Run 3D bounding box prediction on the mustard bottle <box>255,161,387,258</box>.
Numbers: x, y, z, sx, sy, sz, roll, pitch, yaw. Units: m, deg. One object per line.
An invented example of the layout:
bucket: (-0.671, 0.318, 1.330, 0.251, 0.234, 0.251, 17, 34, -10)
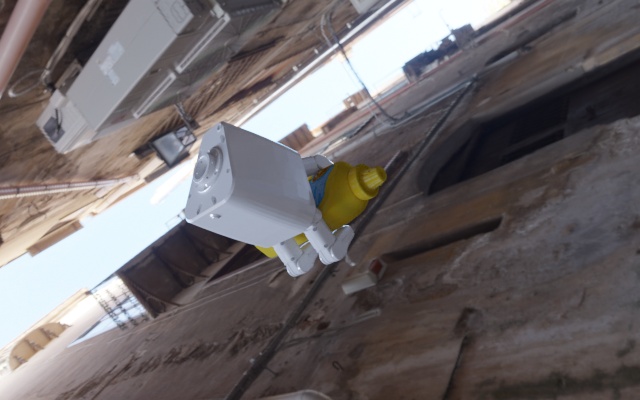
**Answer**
mustard bottle: (0.000, 0.002, 0.583, 0.192, 0.096, 0.058, -26, -59, 39)
